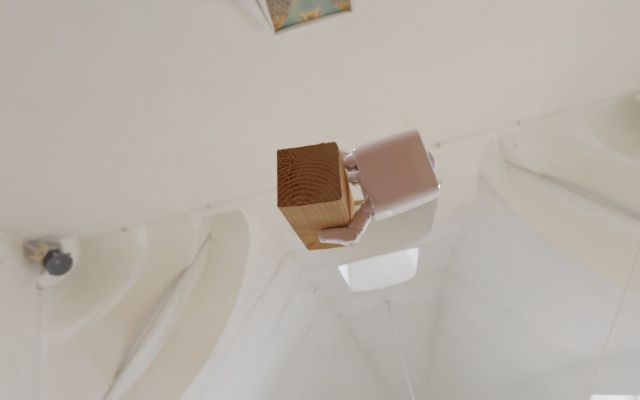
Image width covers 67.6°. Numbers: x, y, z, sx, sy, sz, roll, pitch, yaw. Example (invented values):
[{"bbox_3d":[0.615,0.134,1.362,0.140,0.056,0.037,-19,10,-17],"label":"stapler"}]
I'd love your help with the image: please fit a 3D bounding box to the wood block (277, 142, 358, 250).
[{"bbox_3d":[0.001,0.003,0.741,0.090,0.090,0.206,-7,-24,8],"label":"wood block"}]
